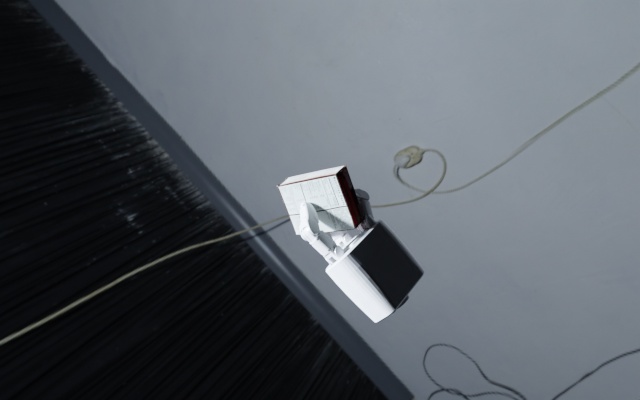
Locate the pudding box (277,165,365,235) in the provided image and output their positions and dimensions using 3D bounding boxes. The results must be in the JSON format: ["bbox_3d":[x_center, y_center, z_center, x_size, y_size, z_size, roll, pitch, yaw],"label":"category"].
[{"bbox_3d":[0.000,0.002,0.717,0.113,0.090,0.039,-10,18,32],"label":"pudding box"}]
